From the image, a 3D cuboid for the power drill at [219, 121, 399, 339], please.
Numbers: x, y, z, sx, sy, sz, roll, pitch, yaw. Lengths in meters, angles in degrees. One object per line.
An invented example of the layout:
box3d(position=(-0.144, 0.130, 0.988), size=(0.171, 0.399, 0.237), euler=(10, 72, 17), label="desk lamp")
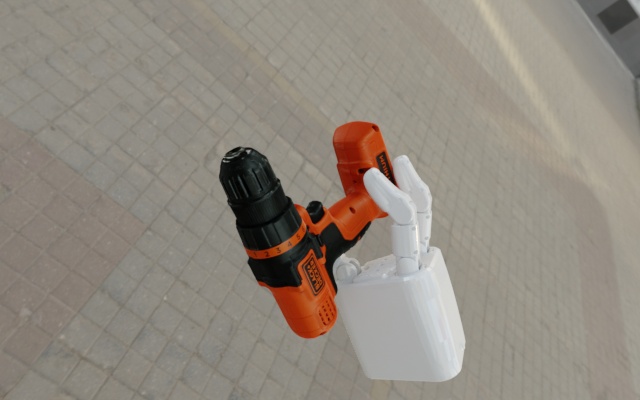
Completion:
box3d(position=(0.000, 0.001, 0.438), size=(0.057, 0.184, 0.187), euler=(4, 36, 37), label="power drill")
